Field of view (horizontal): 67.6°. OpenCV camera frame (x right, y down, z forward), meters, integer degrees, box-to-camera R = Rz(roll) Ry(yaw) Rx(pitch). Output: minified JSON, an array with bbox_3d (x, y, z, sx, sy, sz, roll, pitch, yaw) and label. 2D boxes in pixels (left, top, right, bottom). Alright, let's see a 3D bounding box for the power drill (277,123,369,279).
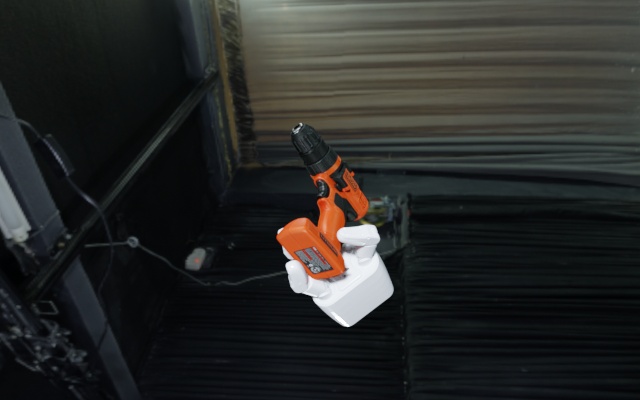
[{"bbox_3d":[0.000,0.003,0.684,0.057,0.184,0.187,-20,33,33],"label":"power drill"}]
